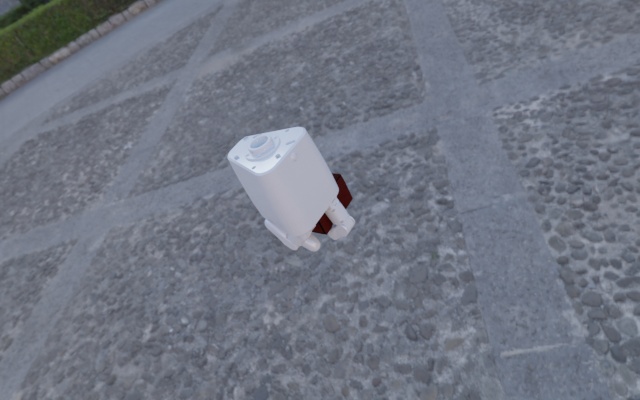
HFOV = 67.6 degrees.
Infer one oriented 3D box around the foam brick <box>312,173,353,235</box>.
[{"bbox_3d":[0.000,0.002,0.691,0.053,0.051,0.078,8,49,40],"label":"foam brick"}]
